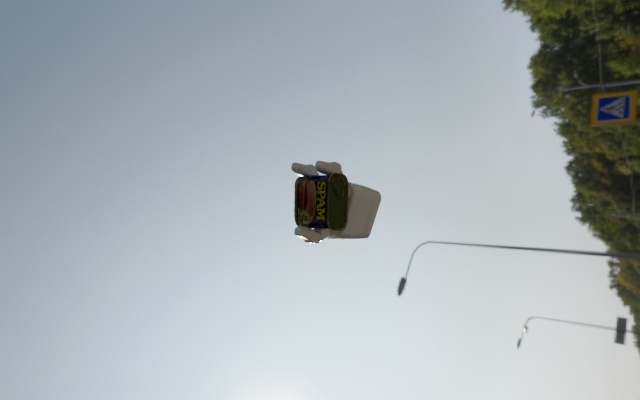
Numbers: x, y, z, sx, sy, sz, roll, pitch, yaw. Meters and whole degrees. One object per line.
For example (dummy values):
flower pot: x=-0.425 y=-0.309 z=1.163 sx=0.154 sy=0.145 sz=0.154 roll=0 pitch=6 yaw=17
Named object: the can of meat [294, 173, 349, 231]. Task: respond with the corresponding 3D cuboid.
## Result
can of meat: x=0.000 y=0.003 z=0.864 sx=0.084 sy=0.102 sz=0.057 roll=0 pitch=-3 yaw=39
